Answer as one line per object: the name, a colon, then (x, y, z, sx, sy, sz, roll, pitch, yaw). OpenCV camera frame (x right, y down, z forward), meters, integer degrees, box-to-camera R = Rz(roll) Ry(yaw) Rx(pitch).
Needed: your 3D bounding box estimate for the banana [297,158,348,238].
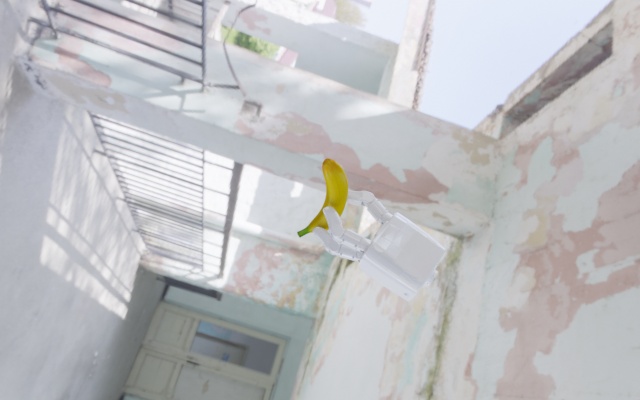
banana: (0.015, 0.000, 0.821, 0.069, 0.037, 0.198, -16, -36, -31)
